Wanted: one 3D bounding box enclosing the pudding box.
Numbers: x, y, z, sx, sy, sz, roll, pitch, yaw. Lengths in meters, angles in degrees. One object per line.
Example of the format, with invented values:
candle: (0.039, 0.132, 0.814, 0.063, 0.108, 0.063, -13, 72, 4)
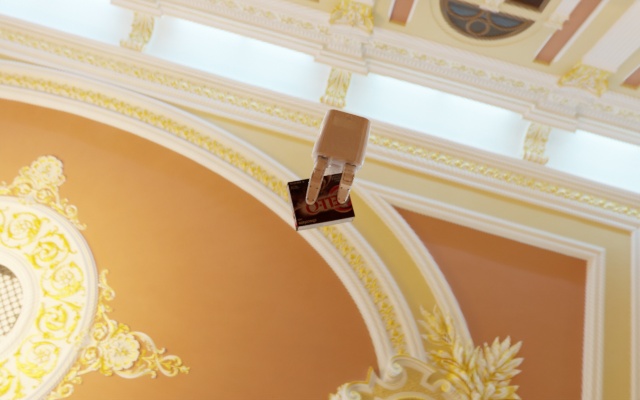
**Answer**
pudding box: (0.000, 0.003, 0.891, 0.113, 0.090, 0.039, -11, -19, -9)
